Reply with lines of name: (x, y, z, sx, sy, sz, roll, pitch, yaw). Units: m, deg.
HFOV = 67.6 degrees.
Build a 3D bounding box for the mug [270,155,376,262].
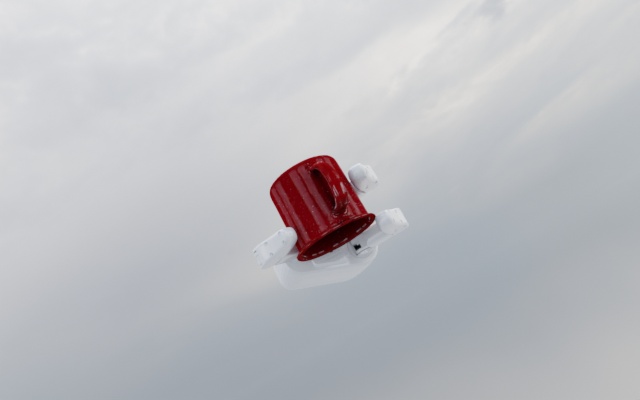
mug: (0.000, 0.001, 0.492, 0.093, 0.081, 0.117, -24, -17, -18)
